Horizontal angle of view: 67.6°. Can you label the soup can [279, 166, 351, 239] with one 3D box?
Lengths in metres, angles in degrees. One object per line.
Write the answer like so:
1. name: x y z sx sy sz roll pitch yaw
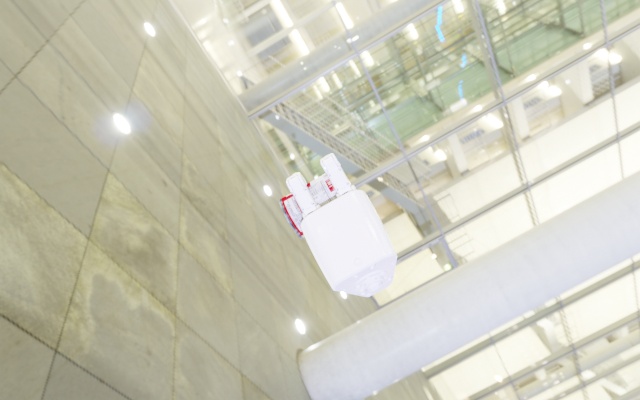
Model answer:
1. soup can: 0.000 0.002 0.698 0.102 0.068 0.068 -30 -3 5
